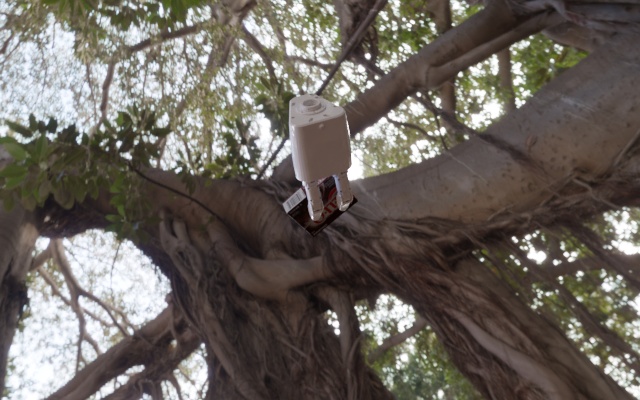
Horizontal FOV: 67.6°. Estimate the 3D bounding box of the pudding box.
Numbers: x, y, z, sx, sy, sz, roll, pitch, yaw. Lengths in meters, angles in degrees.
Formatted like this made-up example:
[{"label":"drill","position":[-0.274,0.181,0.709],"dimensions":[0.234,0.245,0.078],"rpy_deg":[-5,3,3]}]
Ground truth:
[{"label":"pudding box","position":[0.000,0.003,0.880],"dimensions":[0.090,0.113,0.039],"rpy_deg":[45,10,-40]}]
